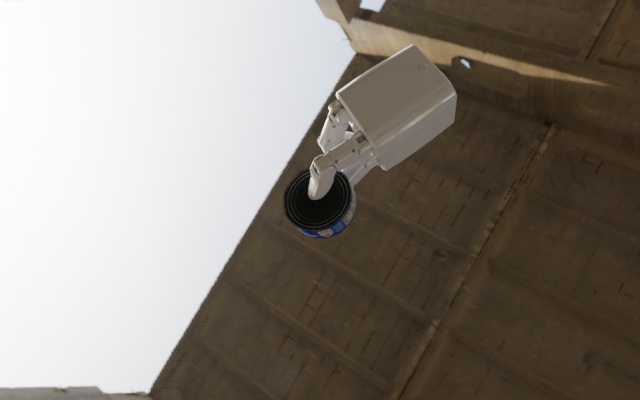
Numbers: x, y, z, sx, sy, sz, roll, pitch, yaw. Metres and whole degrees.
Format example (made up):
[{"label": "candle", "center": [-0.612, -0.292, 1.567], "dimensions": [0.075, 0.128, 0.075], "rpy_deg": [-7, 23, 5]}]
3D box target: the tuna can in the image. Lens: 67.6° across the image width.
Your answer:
[{"label": "tuna can", "center": [0.000, 0.002, 0.579], "dimensions": [0.086, 0.086, 0.034], "rpy_deg": [0, -23, 19]}]
